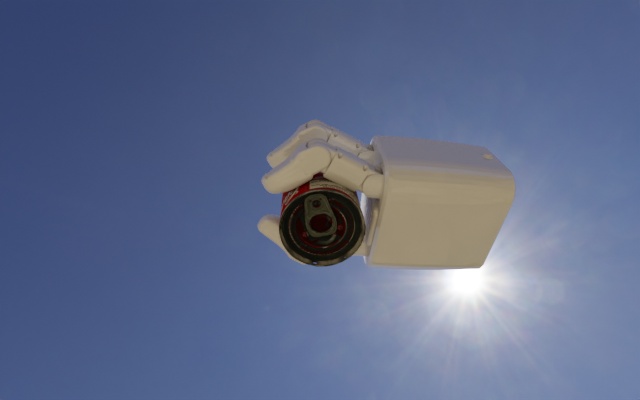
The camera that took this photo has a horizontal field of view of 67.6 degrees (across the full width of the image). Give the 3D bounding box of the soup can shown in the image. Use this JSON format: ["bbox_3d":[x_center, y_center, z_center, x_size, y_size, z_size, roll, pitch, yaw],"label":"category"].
[{"bbox_3d":[0.000,0.001,0.417,0.068,0.068,0.102,0,25,-2],"label":"soup can"}]
